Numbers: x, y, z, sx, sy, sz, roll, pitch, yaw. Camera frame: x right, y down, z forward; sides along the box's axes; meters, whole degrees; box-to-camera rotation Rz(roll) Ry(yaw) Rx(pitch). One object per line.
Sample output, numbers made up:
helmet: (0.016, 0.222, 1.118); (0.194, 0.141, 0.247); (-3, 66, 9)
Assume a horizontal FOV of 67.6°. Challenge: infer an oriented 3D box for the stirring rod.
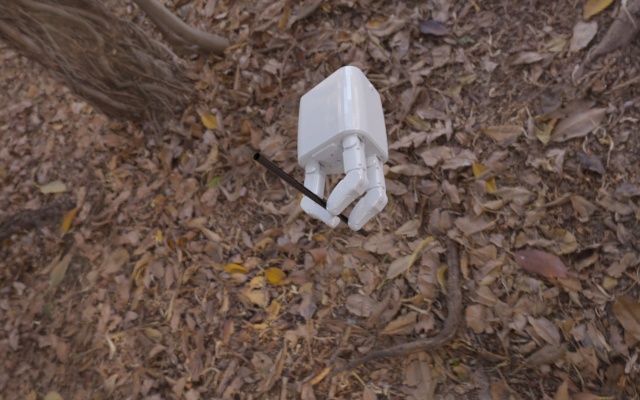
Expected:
stirring rod: (0.000, 0.002, 0.553); (0.011, 0.011, 0.240); (0, -22, 33)
